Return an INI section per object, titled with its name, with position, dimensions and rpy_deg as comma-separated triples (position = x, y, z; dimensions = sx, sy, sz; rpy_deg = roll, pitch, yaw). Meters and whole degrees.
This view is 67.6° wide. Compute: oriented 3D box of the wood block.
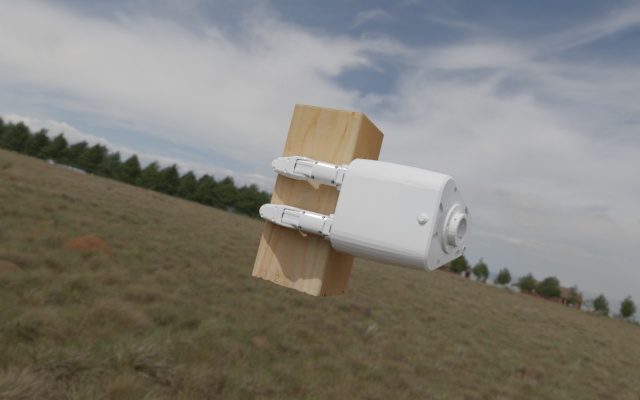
[wood block]
position = 0.001, 0.002, 0.574
dimensions = 0.090, 0.206, 0.091
rpy_deg = 13, -4, 25
